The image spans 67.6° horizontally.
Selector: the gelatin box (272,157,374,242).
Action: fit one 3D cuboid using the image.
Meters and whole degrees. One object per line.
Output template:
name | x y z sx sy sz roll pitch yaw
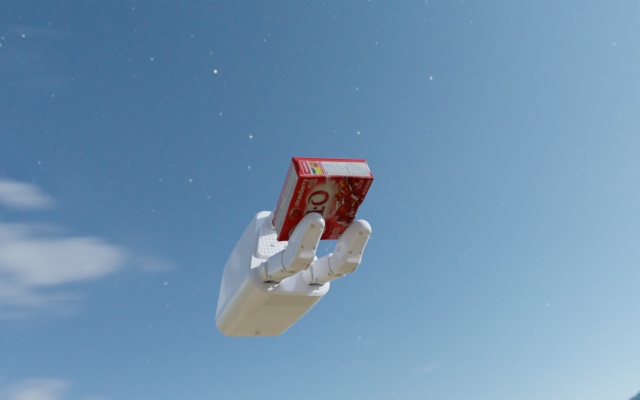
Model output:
gelatin box | 0.000 0.001 0.451 0.073 0.030 0.089 0 -45 -23
